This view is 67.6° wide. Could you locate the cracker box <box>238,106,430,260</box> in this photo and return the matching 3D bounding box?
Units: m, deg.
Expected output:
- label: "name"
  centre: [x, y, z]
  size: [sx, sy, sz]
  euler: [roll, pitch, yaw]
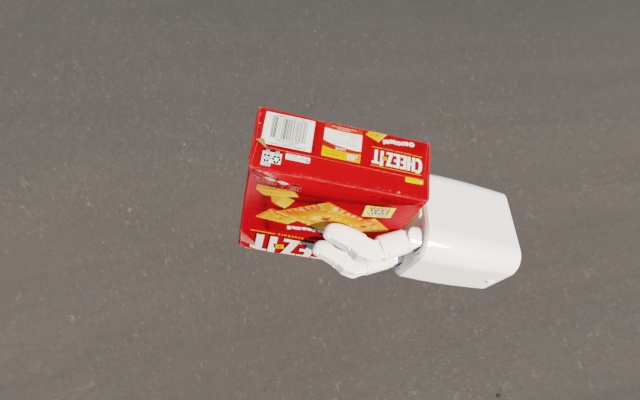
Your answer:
- label: "cracker box"
  centre: [0.000, 0.001, 0.513]
  size: [0.164, 0.072, 0.214]
  euler: [11, -26, -7]
